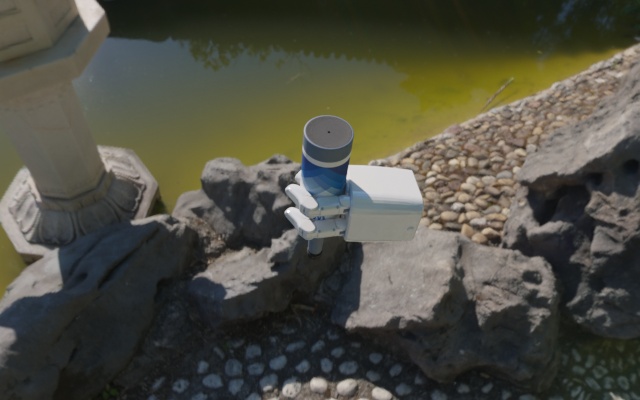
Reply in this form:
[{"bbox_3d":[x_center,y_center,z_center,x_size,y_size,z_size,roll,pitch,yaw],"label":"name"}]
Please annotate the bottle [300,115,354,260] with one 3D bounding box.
[{"bbox_3d":[0.000,0.002,0.740,0.069,0.069,0.296,0,-39,-6],"label":"bottle"}]
